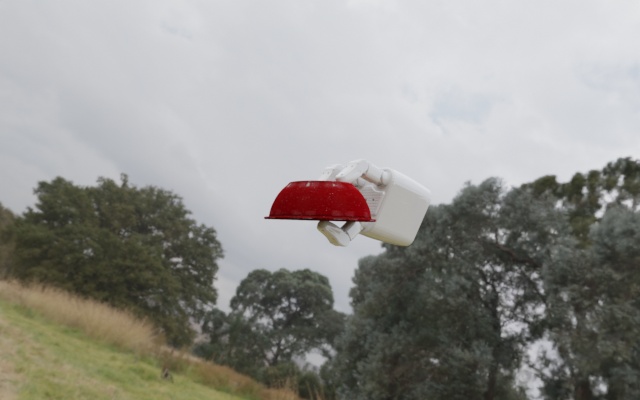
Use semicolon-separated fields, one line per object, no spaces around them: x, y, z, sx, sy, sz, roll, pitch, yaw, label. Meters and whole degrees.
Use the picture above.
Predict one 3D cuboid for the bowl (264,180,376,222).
-0.001;0.002;0.686;0.162;0.055;0.162;1;-2;0;bowl
